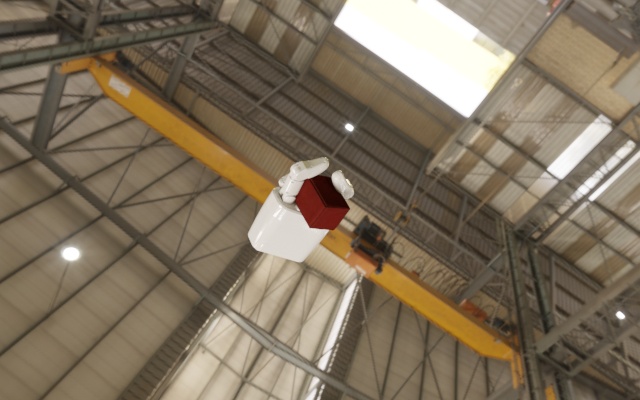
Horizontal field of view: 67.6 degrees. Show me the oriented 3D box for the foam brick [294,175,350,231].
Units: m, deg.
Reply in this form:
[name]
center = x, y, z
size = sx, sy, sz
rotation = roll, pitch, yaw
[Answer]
[foam brick]
center = 0.000, 0.003, 0.758
size = 0.053, 0.051, 0.078
rotation = 9, 38, -40
